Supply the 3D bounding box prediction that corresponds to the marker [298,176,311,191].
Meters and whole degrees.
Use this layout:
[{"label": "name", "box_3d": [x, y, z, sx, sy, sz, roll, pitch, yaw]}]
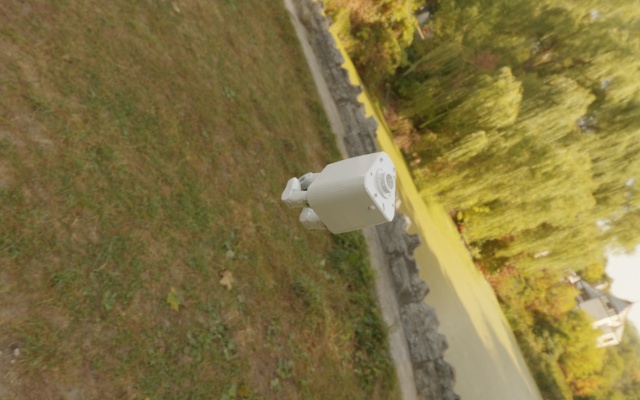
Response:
[{"label": "marker", "box_3d": [0.000, 0.003, 0.849, 0.020, 0.020, 0.121, 0, -40, 44]}]
